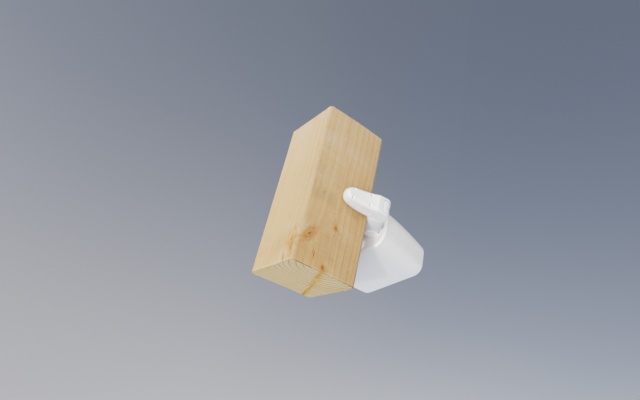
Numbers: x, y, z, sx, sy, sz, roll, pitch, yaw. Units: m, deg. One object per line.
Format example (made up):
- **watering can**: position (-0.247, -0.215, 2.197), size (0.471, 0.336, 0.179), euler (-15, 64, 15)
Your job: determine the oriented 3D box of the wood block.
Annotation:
- **wood block**: position (0.001, 0.002, 0.589), size (0.090, 0.206, 0.091), euler (29, -31, -27)
